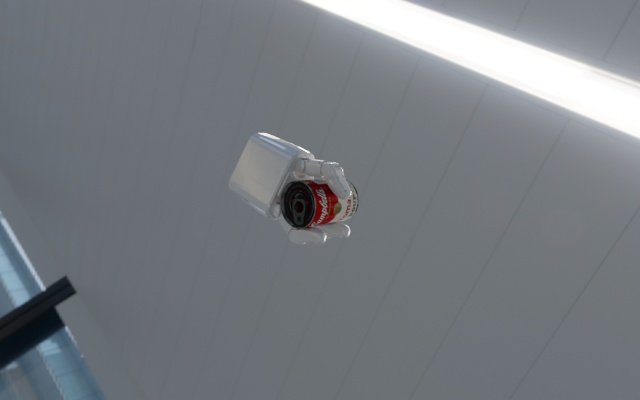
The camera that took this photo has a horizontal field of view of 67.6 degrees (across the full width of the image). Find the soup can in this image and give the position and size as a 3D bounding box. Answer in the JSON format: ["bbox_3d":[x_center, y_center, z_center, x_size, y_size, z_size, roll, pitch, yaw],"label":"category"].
[{"bbox_3d":[0.001,0.002,0.705,0.068,0.068,0.102,0,4,41],"label":"soup can"}]
